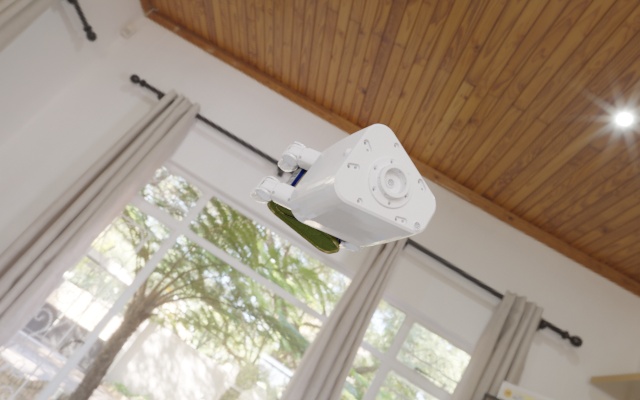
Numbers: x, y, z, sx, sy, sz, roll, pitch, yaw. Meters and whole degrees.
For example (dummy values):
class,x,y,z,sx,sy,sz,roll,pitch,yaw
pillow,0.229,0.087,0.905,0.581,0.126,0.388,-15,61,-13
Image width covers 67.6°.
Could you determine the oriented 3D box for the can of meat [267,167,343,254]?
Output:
class,x,y,z,sx,sy,sz,roll,pitch,yaw
can of meat,0.000,0.002,0.593,0.102,0.084,0.057,39,-23,-10
